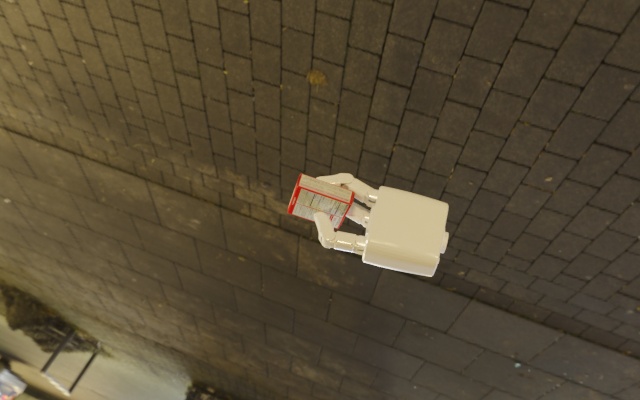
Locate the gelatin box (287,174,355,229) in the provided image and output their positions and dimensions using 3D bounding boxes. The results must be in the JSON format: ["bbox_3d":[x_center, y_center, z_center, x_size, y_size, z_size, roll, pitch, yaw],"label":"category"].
[{"bbox_3d":[0.000,0.003,0.739,0.089,0.030,0.073,18,-38,-4],"label":"gelatin box"}]
